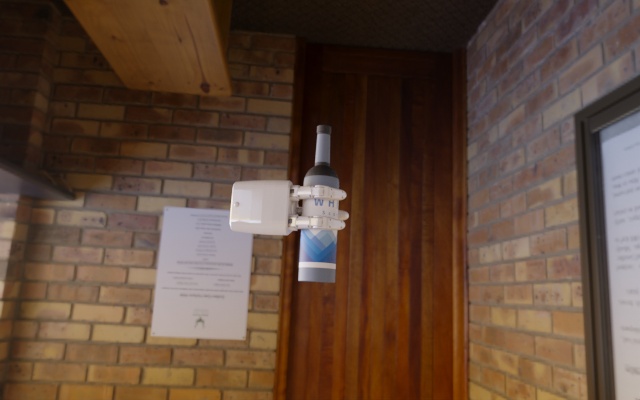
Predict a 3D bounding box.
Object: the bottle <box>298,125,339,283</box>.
[{"bbox_3d":[0.000,0.003,0.891,0.069,0.295,0.069,3,-11,1],"label":"bottle"}]
